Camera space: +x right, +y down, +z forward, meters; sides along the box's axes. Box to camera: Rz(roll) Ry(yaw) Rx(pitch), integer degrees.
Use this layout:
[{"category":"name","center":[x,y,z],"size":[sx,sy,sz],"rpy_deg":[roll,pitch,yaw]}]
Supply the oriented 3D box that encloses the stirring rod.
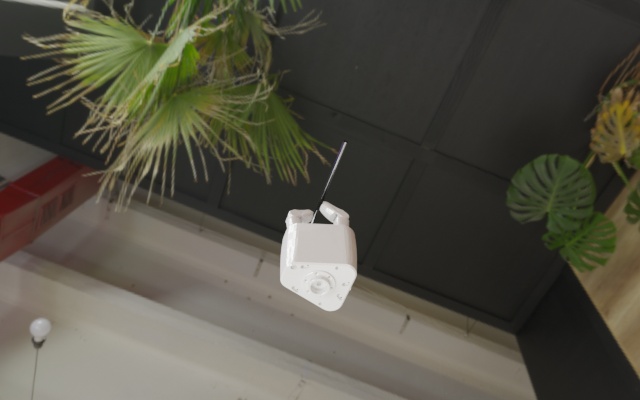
[{"category":"stirring rod","center":[0.000,0.003,0.838],"size":[0.011,0.240,0.011],"rpy_deg":[18,27,-9]}]
